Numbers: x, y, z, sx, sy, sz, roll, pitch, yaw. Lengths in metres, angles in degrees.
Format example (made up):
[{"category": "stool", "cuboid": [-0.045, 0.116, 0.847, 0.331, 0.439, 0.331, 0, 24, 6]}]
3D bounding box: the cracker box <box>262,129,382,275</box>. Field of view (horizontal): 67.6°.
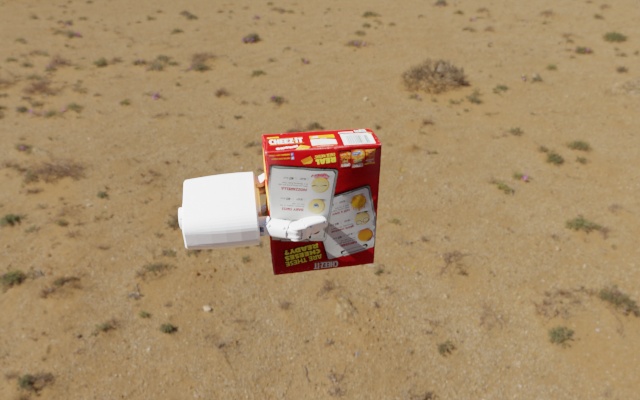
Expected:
[{"category": "cracker box", "cuboid": [0.000, 0.002, 0.725, 0.164, 0.214, 0.072, -5, 33, -8]}]
